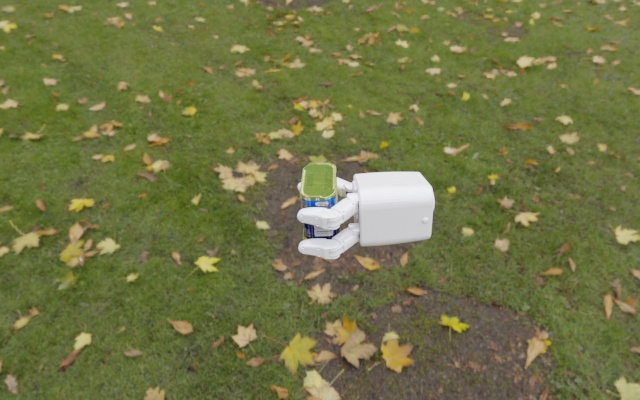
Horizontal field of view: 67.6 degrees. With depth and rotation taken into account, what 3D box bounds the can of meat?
[{"bbox_3d":[0.000,0.002,0.720,0.057,0.084,0.102,-2,35,3],"label":"can of meat"}]
